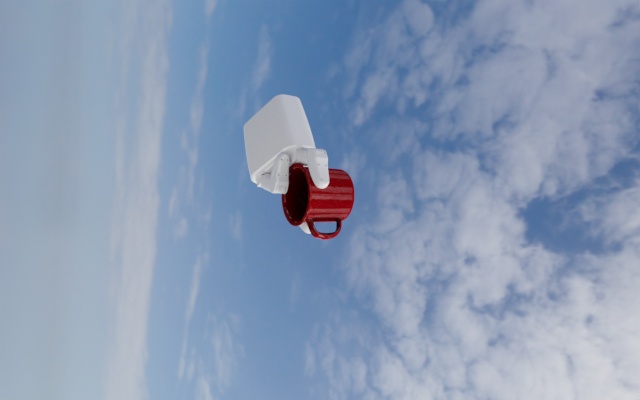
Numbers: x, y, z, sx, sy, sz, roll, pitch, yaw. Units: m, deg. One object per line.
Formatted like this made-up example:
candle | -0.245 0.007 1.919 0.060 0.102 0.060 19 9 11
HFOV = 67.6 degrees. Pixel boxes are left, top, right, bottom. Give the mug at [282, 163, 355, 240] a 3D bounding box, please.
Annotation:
mug | 0.001 0.004 0.712 0.081 0.117 0.093 1 -29 -30
